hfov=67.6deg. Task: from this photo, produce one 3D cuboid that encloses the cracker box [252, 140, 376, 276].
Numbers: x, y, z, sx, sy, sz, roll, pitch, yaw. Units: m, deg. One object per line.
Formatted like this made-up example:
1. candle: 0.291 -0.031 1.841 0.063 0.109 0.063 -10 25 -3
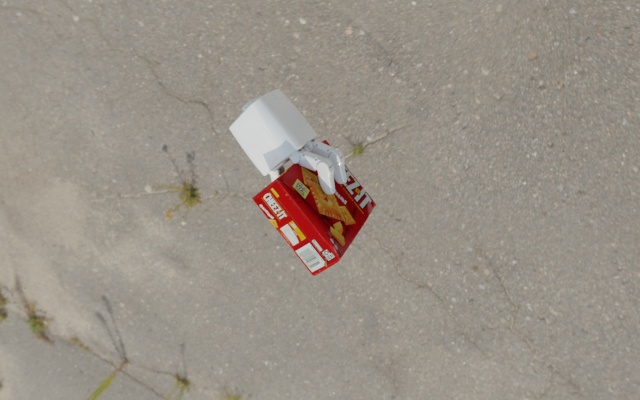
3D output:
1. cracker box: 0.000 0.003 0.832 0.072 0.164 0.213 -34 7 33
